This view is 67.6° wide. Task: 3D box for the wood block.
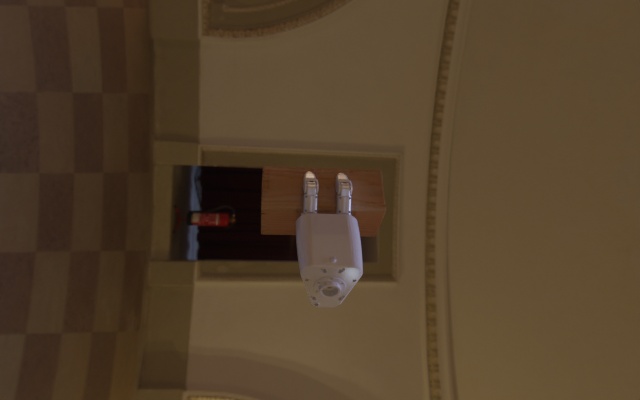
[{"bbox_3d":[0.000,0.003,0.838,0.206,0.090,0.091,2,-34,-7],"label":"wood block"}]
